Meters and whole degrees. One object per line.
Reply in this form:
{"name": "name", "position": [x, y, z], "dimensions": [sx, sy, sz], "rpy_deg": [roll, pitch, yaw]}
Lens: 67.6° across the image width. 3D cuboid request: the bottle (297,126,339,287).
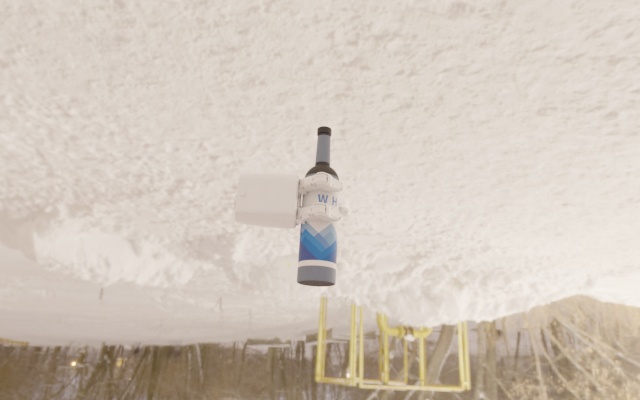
{"name": "bottle", "position": [0.000, 0.003, 0.862], "dimensions": [0.069, 0.295, 0.069], "rpy_deg": [3, -19, 1]}
